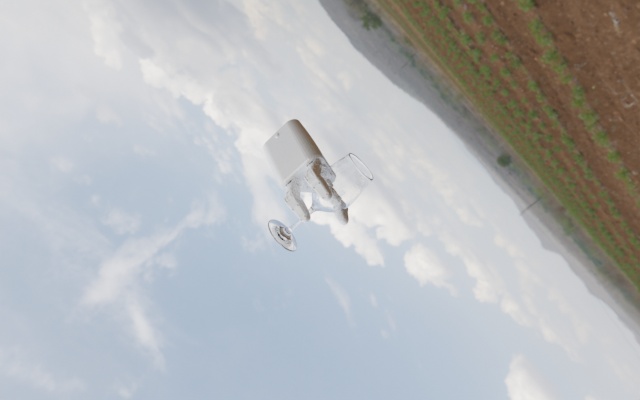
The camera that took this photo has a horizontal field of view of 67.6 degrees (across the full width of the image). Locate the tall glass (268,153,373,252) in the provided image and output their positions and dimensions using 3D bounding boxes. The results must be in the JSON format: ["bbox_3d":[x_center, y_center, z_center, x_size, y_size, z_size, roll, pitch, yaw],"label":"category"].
[{"bbox_3d":[0.000,0.003,0.857,0.201,0.079,0.079,-41,-16,19],"label":"tall glass"}]
